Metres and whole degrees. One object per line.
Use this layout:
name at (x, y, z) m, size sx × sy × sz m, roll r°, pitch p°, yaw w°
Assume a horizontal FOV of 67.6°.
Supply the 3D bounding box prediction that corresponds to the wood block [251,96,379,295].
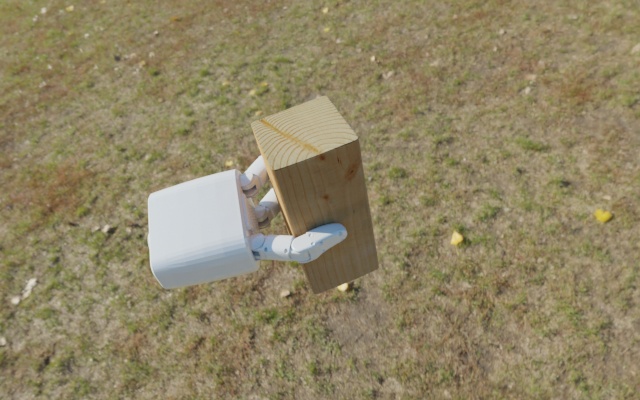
wood block at (0.000, 0.002, 0.546) m, size 0.090 × 0.206 × 0.090 m, roll -21°, pitch 45°, yaw -7°
